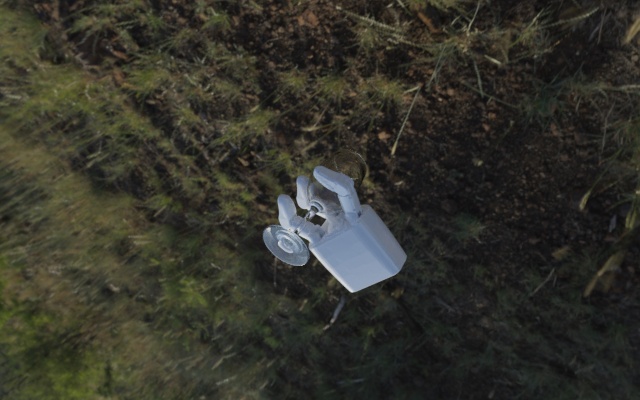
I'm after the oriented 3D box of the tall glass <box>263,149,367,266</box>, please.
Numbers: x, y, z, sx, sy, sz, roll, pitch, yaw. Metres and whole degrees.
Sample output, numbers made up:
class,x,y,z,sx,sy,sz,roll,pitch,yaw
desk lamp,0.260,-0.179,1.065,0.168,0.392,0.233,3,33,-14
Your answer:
class,x,y,z,sx,sy,sz,roll,pitch,yaw
tall glass,0.000,0.003,0.718,0.079,0.079,0.201,0,38,38
